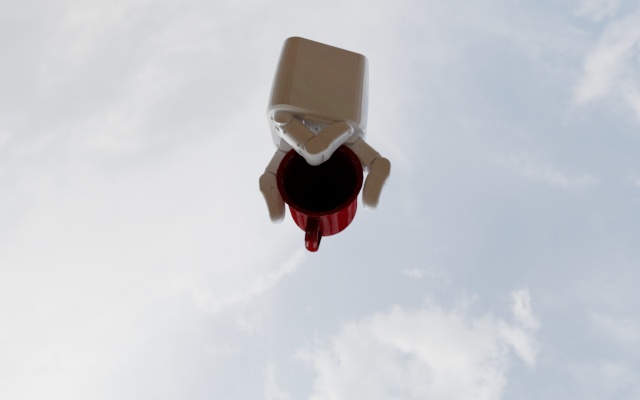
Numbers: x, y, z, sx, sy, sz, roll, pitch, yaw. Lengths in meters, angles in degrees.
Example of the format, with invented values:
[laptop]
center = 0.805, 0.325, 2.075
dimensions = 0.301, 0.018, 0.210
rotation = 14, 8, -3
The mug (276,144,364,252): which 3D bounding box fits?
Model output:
[mug]
center = 0.000, 0.003, 0.535
dimensions = 0.093, 0.117, 0.081
rotation = 5, -25, 6
